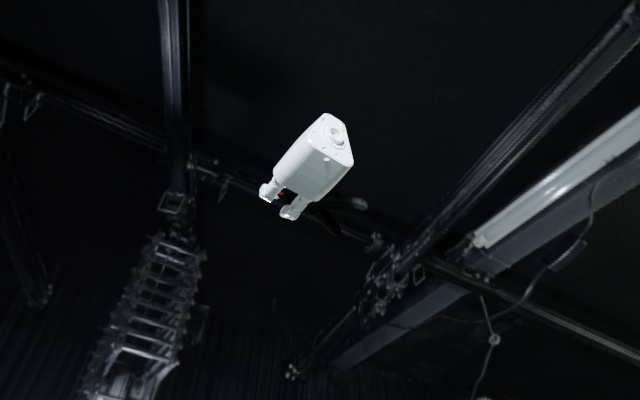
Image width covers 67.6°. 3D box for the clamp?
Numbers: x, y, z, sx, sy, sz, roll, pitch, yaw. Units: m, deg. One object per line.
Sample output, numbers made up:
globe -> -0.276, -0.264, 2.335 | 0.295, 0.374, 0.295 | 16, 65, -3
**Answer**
clamp -> 0.000, 0.002, 0.889 | 0.171, 0.039, 0.120 | 29, -46, -22
